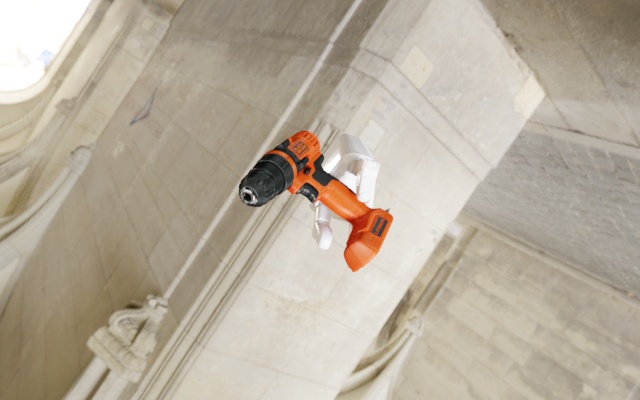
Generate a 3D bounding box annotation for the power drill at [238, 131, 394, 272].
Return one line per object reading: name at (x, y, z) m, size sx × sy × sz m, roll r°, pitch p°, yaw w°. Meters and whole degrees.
power drill at (0.000, 0.002, 0.615) m, size 0.057 × 0.187 × 0.184 m, roll -43°, pitch 4°, yaw 36°
